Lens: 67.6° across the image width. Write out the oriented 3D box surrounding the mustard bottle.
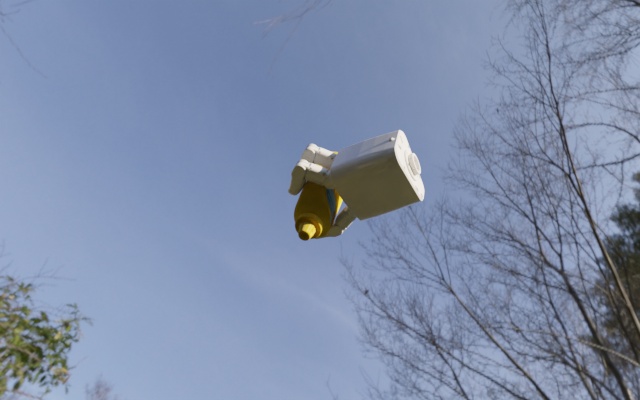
[{"bbox_3d":[0.000,0.002,0.763,0.058,0.096,0.191,5,32,13],"label":"mustard bottle"}]
